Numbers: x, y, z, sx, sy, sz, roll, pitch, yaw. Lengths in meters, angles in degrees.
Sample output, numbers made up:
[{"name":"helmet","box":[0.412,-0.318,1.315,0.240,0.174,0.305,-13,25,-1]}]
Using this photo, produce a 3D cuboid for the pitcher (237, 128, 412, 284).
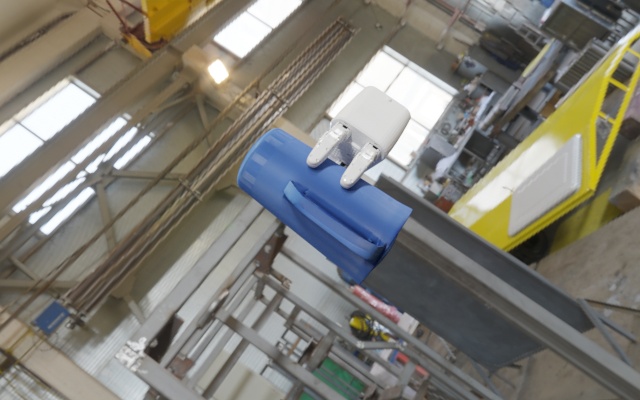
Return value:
[{"name":"pitcher","box":[0.000,0.002,0.692,0.243,0.145,0.149,35,-33,6]}]
